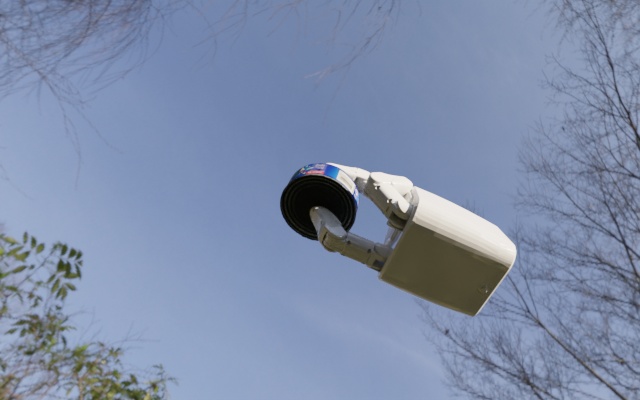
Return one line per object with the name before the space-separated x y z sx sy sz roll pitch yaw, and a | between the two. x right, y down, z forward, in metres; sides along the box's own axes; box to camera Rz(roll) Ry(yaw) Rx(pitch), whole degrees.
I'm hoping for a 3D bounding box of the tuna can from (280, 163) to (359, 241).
tuna can | 0.000 0.001 0.537 0.086 0.086 0.033 0 30 14
